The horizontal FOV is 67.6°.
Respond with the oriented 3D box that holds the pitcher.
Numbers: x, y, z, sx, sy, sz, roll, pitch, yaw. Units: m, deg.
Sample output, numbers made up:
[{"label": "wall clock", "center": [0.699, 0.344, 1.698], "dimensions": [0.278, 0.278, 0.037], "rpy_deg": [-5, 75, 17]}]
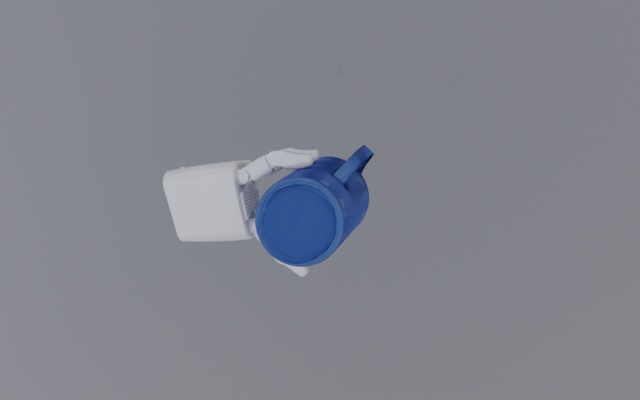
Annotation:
[{"label": "pitcher", "center": [0.000, 0.002, 0.665], "dimensions": [0.145, 0.149, 0.243], "rpy_deg": [-2, 8, 10]}]
